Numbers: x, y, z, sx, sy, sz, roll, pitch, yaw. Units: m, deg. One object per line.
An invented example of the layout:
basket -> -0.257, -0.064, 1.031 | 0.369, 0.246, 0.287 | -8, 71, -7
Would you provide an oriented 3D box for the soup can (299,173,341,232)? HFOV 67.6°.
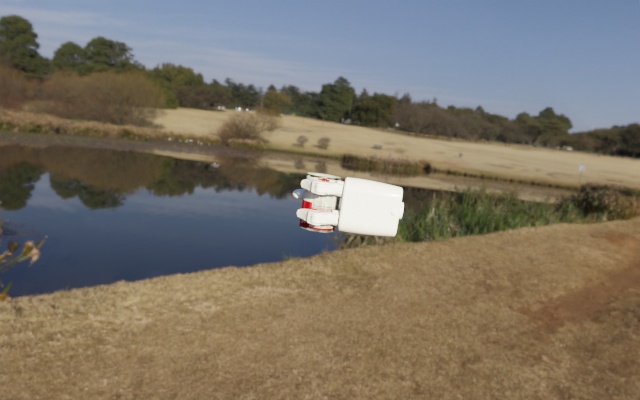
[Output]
soup can -> 0.000, 0.003, 0.897 | 0.068, 0.102, 0.068 | 8, 8, -1
